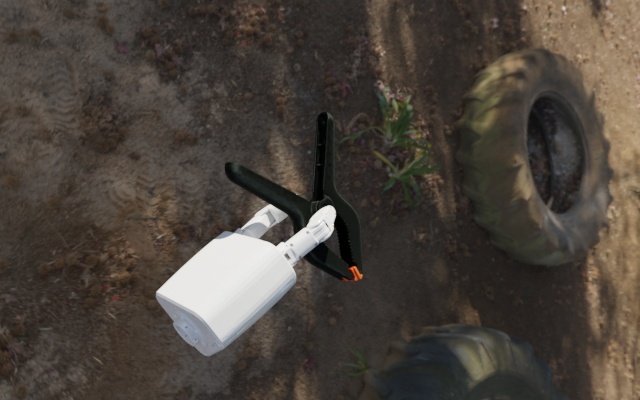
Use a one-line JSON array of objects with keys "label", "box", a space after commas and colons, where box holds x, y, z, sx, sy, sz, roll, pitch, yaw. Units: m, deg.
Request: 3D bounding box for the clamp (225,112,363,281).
[{"label": "clamp", "box": [0.001, 0.002, 0.586, 0.164, 0.210, 0.036, -42, 16, -31]}]
